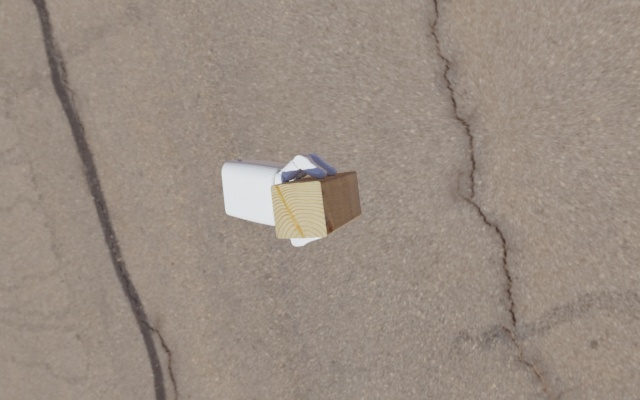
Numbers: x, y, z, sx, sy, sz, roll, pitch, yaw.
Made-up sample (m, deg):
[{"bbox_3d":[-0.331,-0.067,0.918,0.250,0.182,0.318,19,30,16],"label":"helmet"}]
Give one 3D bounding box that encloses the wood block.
[{"bbox_3d":[0.000,0.003,0.852,0.090,0.091,0.206,-4,7,21],"label":"wood block"}]
